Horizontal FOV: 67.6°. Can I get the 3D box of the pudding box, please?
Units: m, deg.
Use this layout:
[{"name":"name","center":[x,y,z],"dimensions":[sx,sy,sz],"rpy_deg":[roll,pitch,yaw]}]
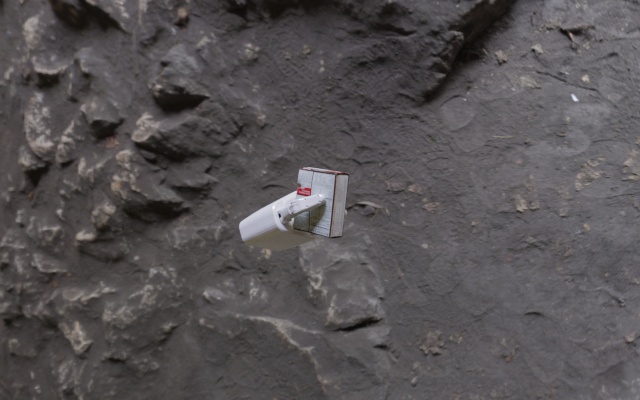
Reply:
[{"name":"pudding box","center":[0.000,0.003,0.826],"dimensions":[0.090,0.113,0.039],"rpy_deg":[12,10,40]}]
